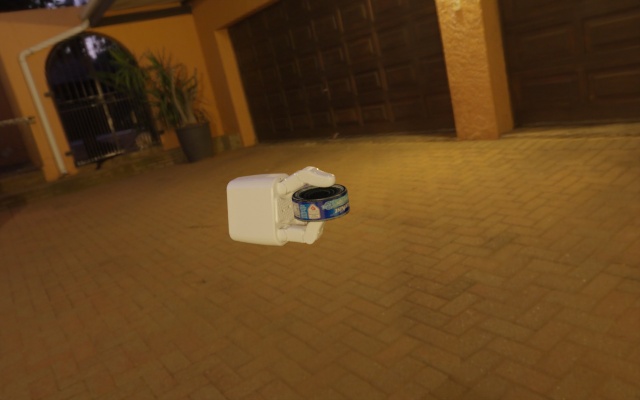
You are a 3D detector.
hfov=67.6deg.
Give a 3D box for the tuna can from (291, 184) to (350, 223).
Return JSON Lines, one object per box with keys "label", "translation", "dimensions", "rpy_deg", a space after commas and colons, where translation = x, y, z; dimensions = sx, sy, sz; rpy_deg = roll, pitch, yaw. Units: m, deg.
{"label": "tuna can", "translation": [0.000, 0.002, 0.714], "dimensions": [0.086, 0.034, 0.086], "rpy_deg": [-7, 17, 2]}
